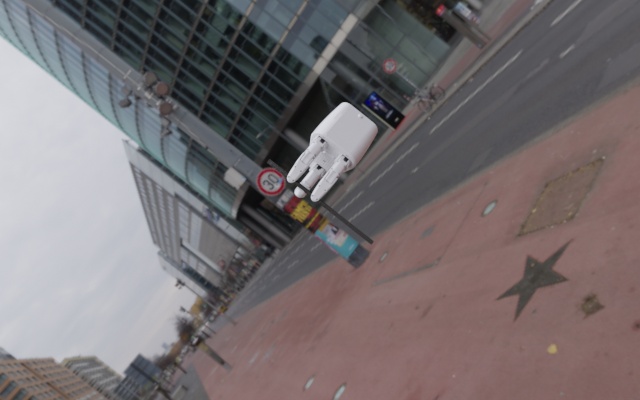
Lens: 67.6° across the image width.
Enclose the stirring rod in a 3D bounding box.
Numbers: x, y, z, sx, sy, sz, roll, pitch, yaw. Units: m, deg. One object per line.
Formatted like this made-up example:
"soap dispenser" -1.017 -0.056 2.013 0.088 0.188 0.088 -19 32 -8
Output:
"stirring rod" 0.000 0.003 0.865 0.239 0.011 0.011 38 -1 -2
